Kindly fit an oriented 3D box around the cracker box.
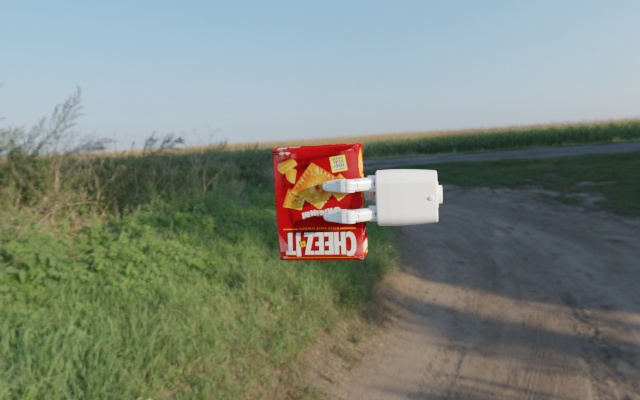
[{"bbox_3d":[0.000,0.003,0.899,0.164,0.214,0.072,-2,8,13],"label":"cracker box"}]
